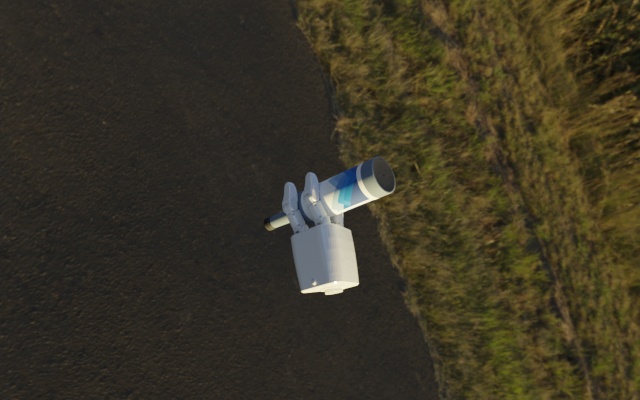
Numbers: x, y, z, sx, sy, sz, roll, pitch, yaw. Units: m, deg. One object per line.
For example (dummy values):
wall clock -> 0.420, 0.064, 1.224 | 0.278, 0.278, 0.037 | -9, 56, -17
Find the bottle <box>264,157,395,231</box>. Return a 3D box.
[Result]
bottle -> 0.000, 0.003, 0.894 | 0.296, 0.069, 0.069 | -23, -15, 38
